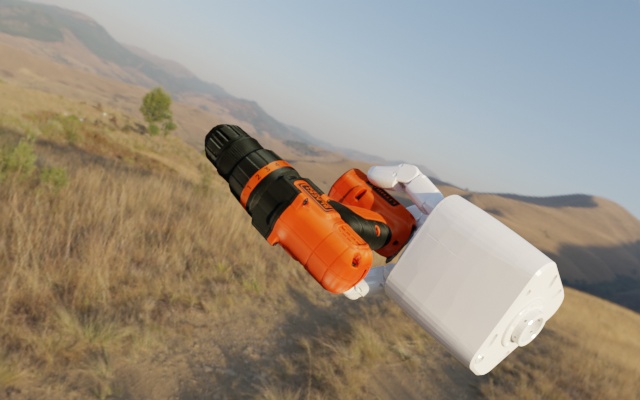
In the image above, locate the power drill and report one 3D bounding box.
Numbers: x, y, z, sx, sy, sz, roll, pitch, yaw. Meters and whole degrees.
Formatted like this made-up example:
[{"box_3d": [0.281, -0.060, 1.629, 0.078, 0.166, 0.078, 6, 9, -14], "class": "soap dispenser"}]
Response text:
[{"box_3d": [0.001, 0.002, 0.444, 0.184, 0.057, 0.187, 46, 22, 23], "class": "power drill"}]
